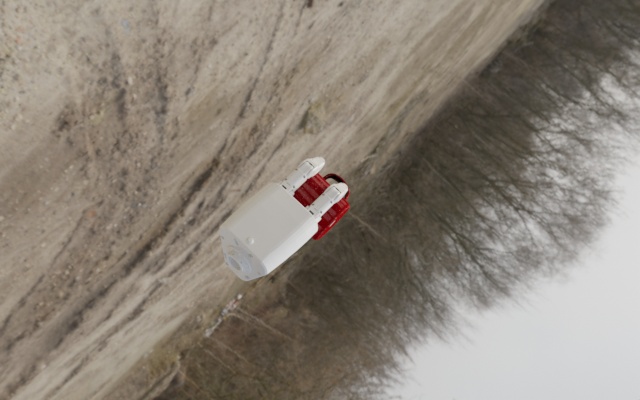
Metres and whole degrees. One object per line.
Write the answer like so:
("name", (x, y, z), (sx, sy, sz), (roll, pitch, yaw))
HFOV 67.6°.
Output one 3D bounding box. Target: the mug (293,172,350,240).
("mug", (0.001, 0.002, 0.775), (0.117, 0.081, 0.093), (-42, -8, -30))
